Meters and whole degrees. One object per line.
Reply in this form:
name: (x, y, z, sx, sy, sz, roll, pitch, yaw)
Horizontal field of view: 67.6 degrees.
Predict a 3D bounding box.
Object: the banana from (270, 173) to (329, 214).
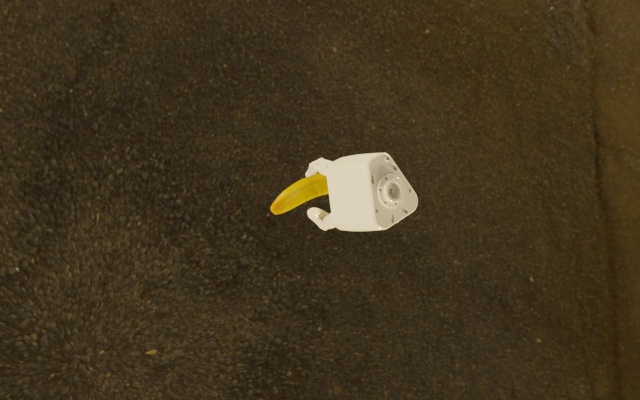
banana: (0.005, -0.016, 0.820, 0.198, 0.070, 0.037, -4, 17, -36)
